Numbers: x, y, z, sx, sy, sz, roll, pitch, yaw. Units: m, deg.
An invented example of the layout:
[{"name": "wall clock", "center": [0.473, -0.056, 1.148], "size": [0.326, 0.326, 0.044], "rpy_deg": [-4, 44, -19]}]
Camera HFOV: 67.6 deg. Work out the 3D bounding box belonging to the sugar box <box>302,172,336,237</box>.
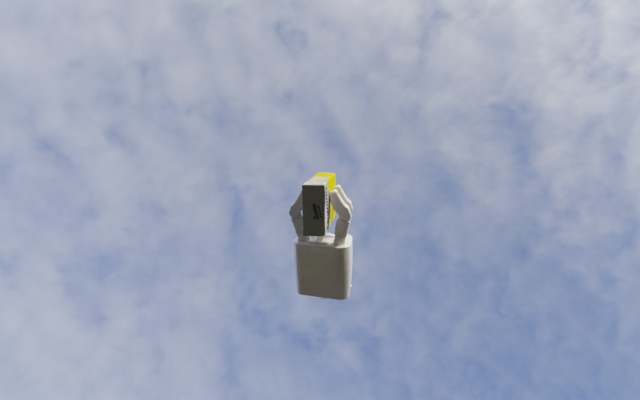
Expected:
[{"name": "sugar box", "center": [0.001, 0.003, 0.897], "size": [0.048, 0.093, 0.176], "rpy_deg": [0, 10, 5]}]
